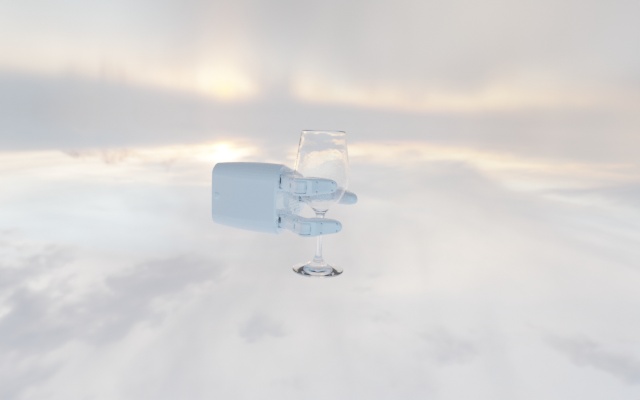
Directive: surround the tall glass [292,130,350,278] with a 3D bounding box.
[{"bbox_3d":[0.000,0.003,0.674,0.079,0.201,0.079,3,10,0],"label":"tall glass"}]
